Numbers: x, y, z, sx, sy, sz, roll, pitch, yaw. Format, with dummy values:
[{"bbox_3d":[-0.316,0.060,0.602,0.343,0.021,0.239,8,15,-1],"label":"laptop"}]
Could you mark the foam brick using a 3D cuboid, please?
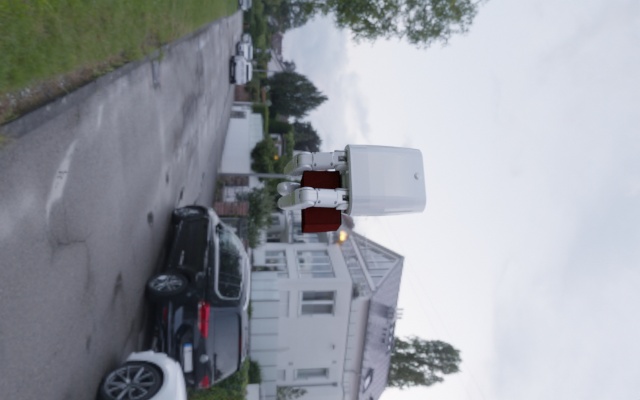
[{"bbox_3d":[0.000,0.002,0.663,0.051,0.078,0.053,0,-15,-7],"label":"foam brick"}]
